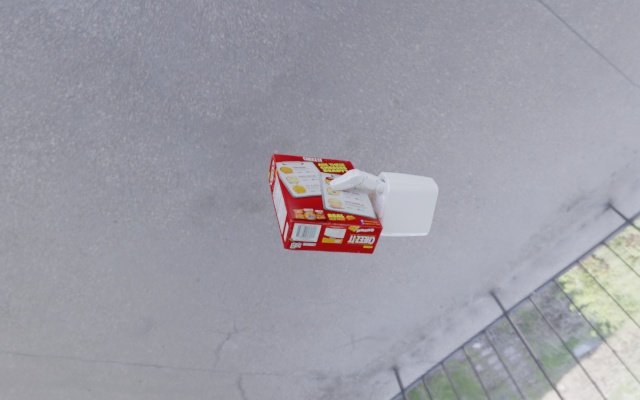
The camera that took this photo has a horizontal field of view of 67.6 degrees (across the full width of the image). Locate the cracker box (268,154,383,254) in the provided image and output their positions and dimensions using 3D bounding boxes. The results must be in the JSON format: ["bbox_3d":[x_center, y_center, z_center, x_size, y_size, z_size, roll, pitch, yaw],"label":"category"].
[{"bbox_3d":[0.000,0.003,0.871,0.164,0.072,0.213,4,34,-18],"label":"cracker box"}]
